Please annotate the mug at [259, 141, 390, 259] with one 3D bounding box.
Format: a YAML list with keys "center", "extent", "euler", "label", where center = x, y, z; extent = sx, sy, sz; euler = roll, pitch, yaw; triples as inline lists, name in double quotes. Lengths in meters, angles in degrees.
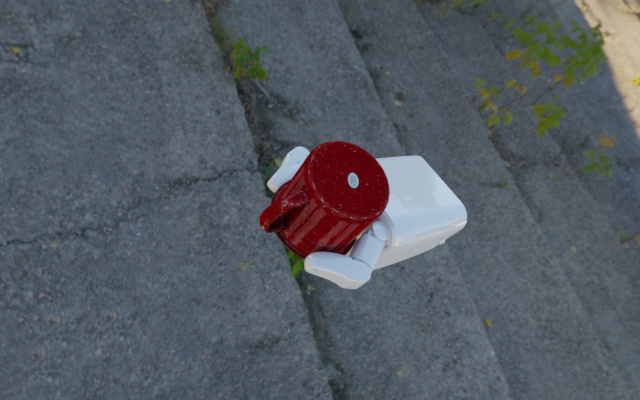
- center: [-0.001, 0.002, 0.430]
  extent: [0.117, 0.093, 0.081]
  euler: [-12, -21, -31]
  label: "mug"
